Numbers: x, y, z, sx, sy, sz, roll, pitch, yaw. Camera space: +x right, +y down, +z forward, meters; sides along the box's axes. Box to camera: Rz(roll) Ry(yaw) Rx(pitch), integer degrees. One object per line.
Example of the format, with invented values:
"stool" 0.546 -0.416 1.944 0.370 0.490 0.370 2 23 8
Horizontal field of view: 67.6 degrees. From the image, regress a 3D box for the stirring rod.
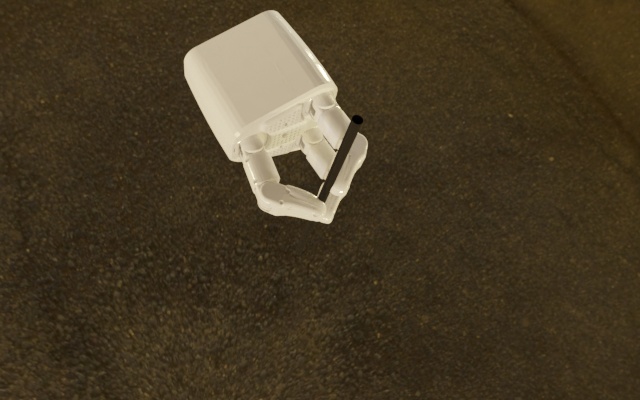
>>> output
"stirring rod" 0.000 0.001 0.422 0.011 0.011 0.240 0 -27 -13
